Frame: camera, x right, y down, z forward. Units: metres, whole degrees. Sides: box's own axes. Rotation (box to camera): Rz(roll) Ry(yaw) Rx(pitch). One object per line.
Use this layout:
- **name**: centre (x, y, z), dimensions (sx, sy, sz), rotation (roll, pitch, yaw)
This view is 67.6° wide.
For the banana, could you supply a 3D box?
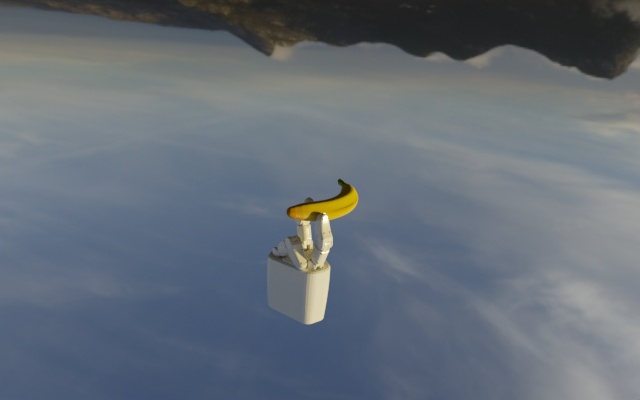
- **banana**: centre (0.018, 0.006, 0.849), dimensions (0.069, 0.037, 0.197), rotation (15, 22, 26)
